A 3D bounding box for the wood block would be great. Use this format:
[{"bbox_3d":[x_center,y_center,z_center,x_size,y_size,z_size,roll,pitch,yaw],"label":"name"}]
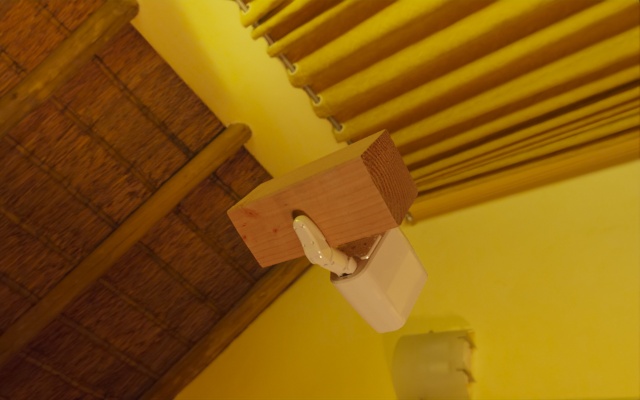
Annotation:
[{"bbox_3d":[0.000,0.002,0.585,0.206,0.090,0.090,-21,16,34],"label":"wood block"}]
